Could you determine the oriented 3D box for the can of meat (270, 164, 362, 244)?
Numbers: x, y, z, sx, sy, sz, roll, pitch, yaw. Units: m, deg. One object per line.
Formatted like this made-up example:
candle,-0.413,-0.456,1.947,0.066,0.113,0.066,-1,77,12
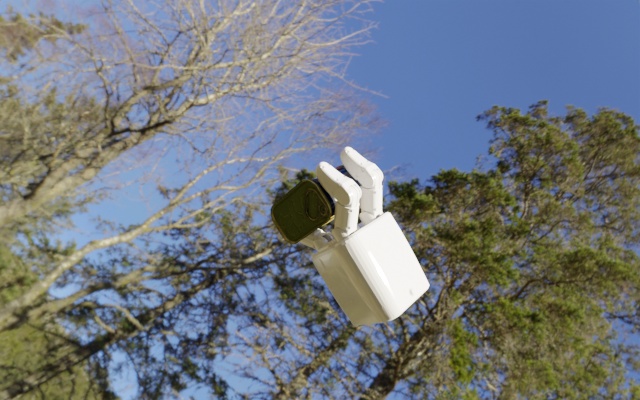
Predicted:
can of meat,0.000,0.002,0.601,0.084,0.057,0.102,-27,-7,-44
